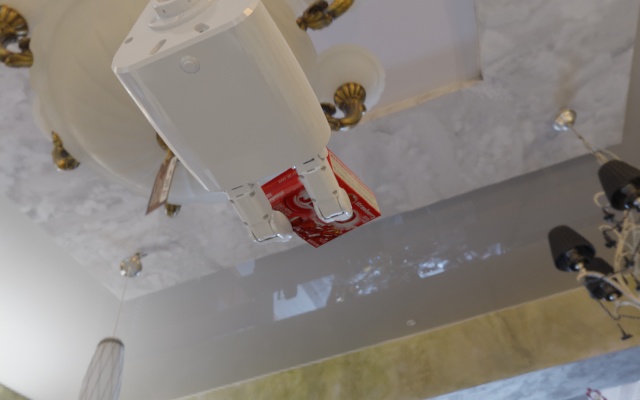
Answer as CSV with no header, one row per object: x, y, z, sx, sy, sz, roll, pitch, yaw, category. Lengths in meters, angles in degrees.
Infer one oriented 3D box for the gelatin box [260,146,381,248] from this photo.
0.000,0.001,0.421,0.073,0.030,0.089,-29,-40,20,gelatin box
